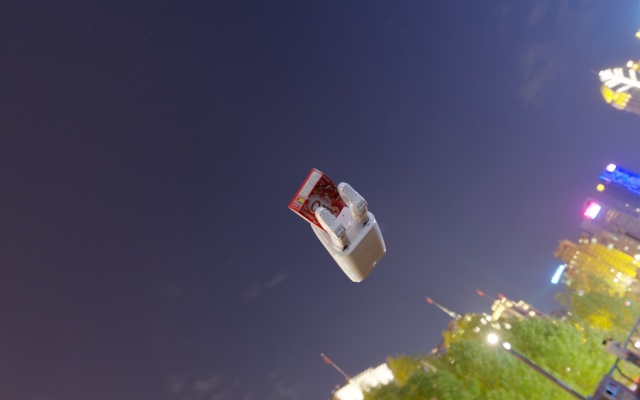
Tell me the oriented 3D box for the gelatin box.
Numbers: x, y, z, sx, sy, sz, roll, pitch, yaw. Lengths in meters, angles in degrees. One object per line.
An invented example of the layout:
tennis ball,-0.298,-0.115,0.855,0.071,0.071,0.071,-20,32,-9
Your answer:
gelatin box,0.000,0.002,0.763,0.030,0.073,0.089,29,-7,42
